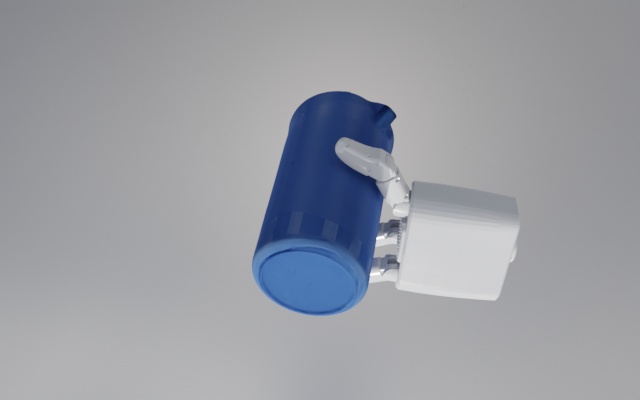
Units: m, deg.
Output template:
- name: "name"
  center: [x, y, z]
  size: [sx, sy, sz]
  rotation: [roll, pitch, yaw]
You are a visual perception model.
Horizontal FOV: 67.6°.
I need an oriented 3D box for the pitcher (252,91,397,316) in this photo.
- name: "pitcher"
  center: [0.000, 0.002, 0.520]
  size: [0.145, 0.149, 0.242]
  rotation: [9, 42, 5]
